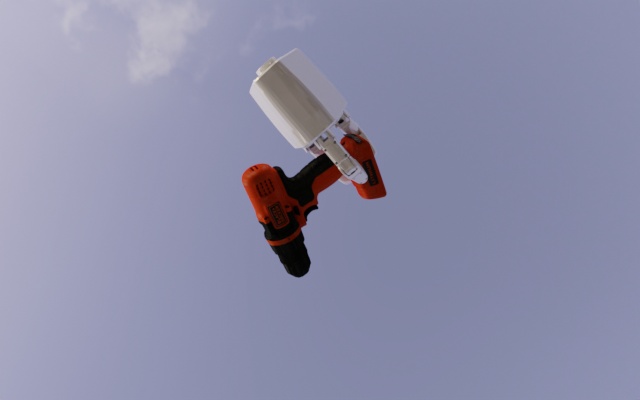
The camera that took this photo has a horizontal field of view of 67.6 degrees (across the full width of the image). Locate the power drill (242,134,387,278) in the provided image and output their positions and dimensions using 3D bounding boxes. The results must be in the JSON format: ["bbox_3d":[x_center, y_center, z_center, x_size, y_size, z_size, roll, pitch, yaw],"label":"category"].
[{"bbox_3d":[0.000,0.002,0.686,0.187,0.184,0.057,-29,29,-14],"label":"power drill"}]
